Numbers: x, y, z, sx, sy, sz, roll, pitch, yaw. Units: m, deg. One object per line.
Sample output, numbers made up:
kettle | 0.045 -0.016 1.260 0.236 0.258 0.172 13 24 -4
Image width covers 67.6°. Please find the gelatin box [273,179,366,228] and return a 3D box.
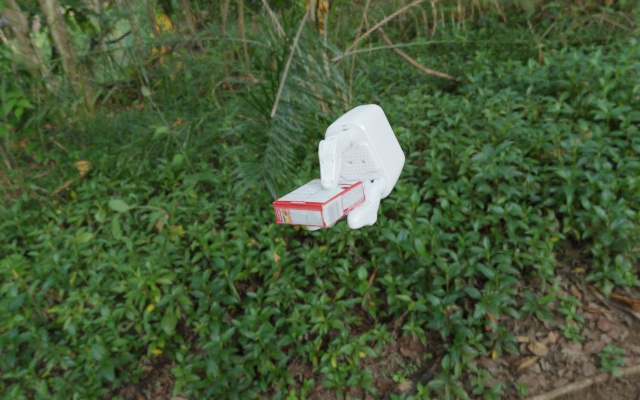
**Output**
gelatin box | 0.000 0.002 0.567 0.073 0.030 0.089 3 22 36
